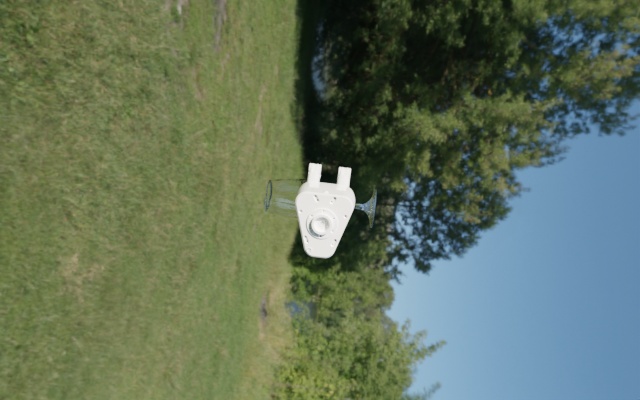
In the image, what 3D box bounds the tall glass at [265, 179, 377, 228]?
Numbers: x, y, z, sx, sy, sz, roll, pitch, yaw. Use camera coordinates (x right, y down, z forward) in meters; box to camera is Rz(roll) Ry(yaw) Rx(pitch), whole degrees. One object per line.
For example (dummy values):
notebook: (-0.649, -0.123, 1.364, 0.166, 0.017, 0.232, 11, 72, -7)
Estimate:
tall glass: (0.001, 0.003, 0.894, 0.201, 0.079, 0.079, 7, 0, 2)
